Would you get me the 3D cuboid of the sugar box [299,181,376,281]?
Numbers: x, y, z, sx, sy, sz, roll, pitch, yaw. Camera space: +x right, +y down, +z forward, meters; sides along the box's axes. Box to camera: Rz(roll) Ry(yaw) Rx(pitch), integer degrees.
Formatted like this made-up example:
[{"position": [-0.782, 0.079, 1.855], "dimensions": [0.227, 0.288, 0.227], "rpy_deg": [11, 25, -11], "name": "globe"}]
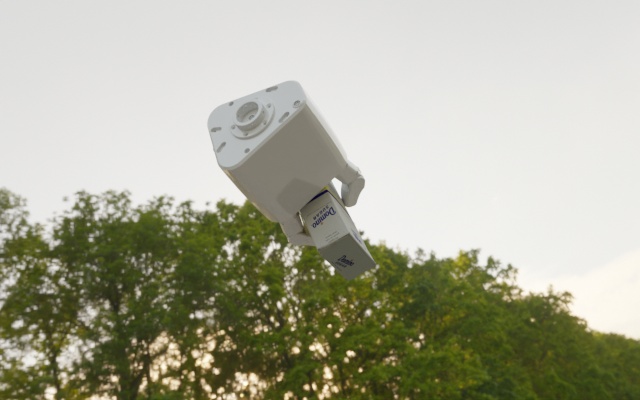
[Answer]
[{"position": [0.000, 0.002, 0.570], "dimensions": [0.048, 0.176, 0.093], "rpy_deg": [-30, -37, 8], "name": "sugar box"}]
